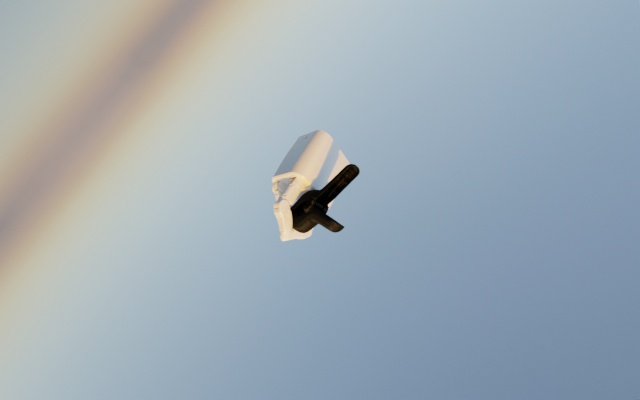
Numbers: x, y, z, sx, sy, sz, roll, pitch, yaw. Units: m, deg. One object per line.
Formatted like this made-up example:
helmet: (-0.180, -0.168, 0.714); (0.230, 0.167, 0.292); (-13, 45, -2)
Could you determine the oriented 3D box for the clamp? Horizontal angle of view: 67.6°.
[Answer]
clamp: (0.000, 0.003, 0.791); (0.039, 0.120, 0.171); (40, -27, -26)
